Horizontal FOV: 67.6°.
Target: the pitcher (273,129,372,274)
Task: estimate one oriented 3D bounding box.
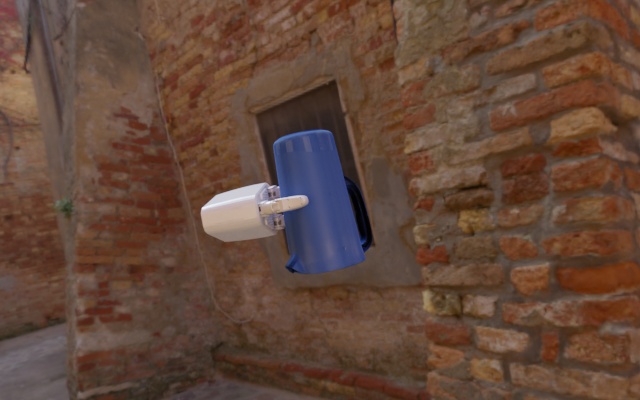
[{"bbox_3d":[0.000,0.003,0.847,0.145,0.243,0.149,-11,-1,12],"label":"pitcher"}]
